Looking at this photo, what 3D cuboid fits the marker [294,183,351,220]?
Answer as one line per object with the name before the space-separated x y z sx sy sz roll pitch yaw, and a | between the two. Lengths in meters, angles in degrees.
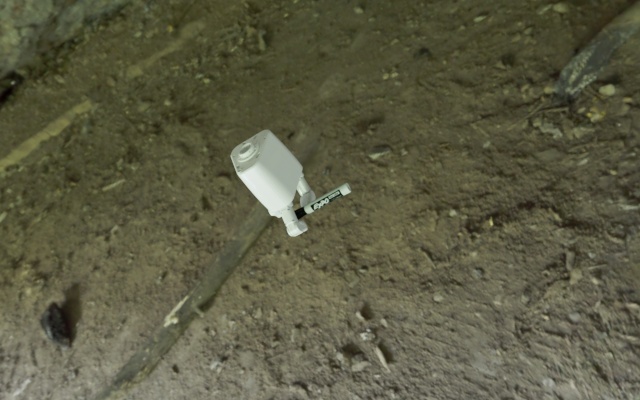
marker | 0.000 0.003 0.882 0.121 0.020 0.020 -28 -9 17
